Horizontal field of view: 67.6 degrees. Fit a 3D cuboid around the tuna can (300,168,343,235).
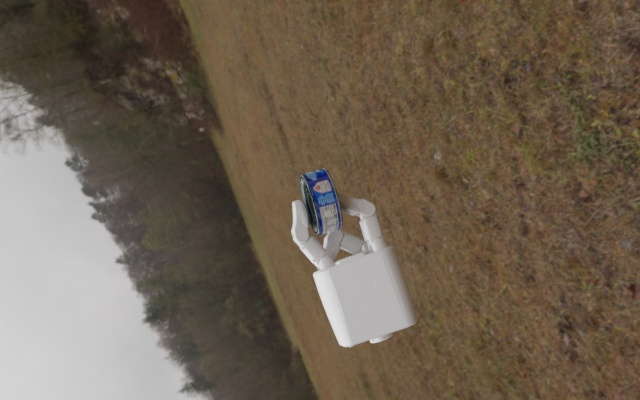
[{"bbox_3d":[0.000,0.002,0.637,0.034,0.086,0.086,-15,3,-10],"label":"tuna can"}]
